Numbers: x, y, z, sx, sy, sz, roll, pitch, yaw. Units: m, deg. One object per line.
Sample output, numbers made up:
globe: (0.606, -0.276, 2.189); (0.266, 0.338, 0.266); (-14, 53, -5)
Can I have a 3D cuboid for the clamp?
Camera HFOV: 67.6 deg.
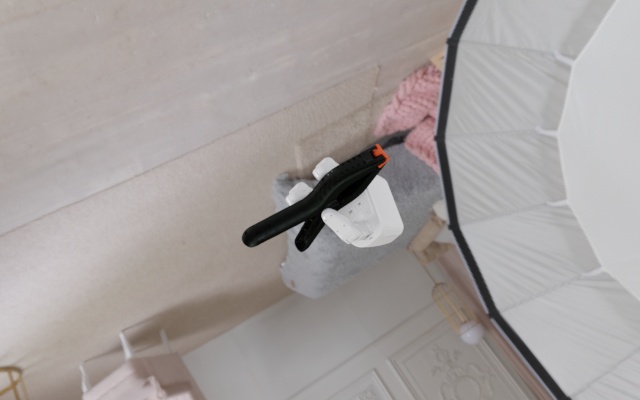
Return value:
clamp: (0.001, 0.002, 0.637); (0.210, 0.036, 0.164); (-43, -21, 20)
